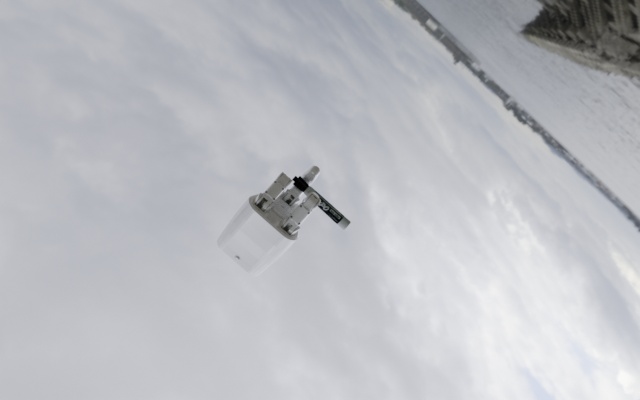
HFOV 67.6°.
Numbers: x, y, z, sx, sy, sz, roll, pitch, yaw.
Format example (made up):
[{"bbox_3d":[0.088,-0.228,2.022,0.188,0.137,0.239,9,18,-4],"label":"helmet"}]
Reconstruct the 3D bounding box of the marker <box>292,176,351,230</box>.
[{"bbox_3d":[0.000,0.003,0.797,0.121,0.020,0.020,42,-3,-3],"label":"marker"}]
